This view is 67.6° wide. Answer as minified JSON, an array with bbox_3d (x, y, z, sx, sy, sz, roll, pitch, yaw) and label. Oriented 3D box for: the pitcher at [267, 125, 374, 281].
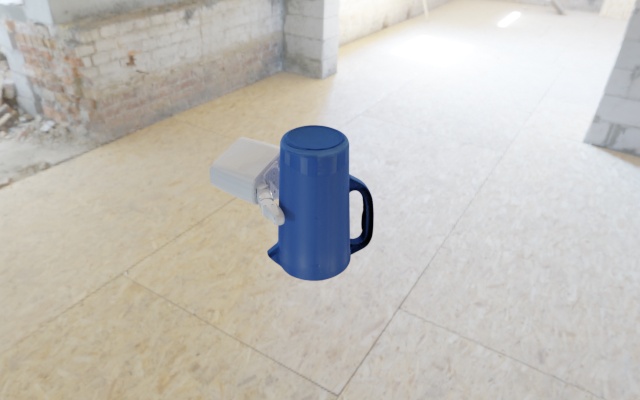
[{"bbox_3d":[0.000,0.003,0.801,0.145,0.243,0.149,21,38,28],"label":"pitcher"}]
